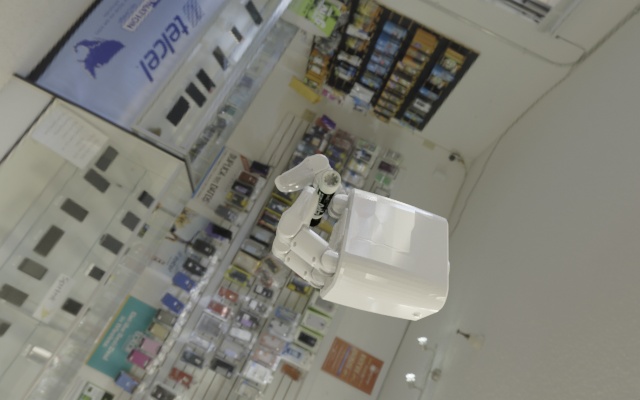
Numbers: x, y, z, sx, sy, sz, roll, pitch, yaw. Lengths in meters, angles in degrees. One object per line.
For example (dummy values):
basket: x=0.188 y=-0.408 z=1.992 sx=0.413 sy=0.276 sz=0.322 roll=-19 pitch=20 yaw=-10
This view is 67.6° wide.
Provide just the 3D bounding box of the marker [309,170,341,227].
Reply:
marker: x=0.000 y=0.002 z=0.491 sx=0.020 sy=0.020 sz=0.121 roll=0 pitch=-21 yaw=-10
